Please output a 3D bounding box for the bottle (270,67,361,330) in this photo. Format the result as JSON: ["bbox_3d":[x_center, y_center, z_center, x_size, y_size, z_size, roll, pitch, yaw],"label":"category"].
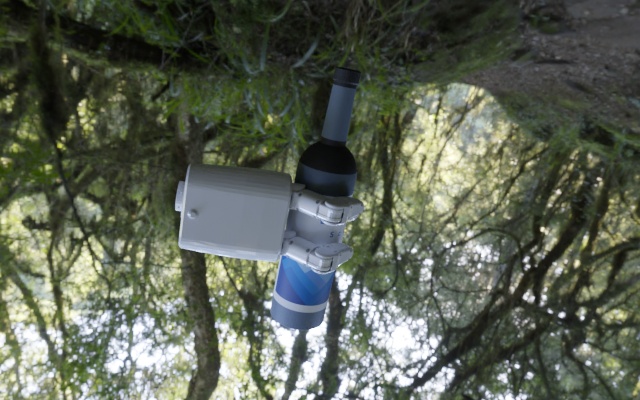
[{"bbox_3d":[0.000,0.002,0.537,0.069,0.296,0.069,11,18,-3],"label":"bottle"}]
